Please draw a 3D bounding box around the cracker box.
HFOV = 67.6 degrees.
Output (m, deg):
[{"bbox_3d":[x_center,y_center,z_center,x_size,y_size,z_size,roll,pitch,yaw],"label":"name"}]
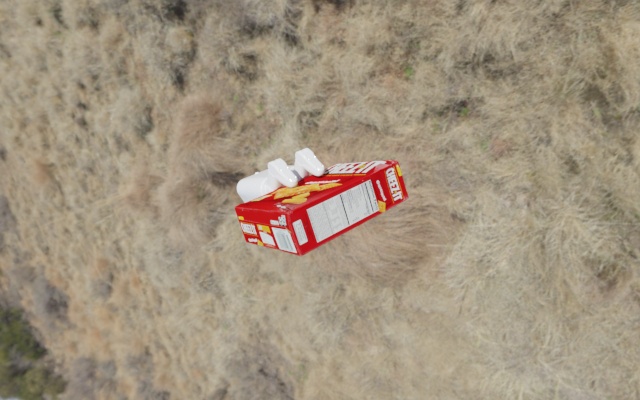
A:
[{"bbox_3d":[0.000,0.003,0.738,0.213,0.072,0.164,-26,16,-31],"label":"cracker box"}]
